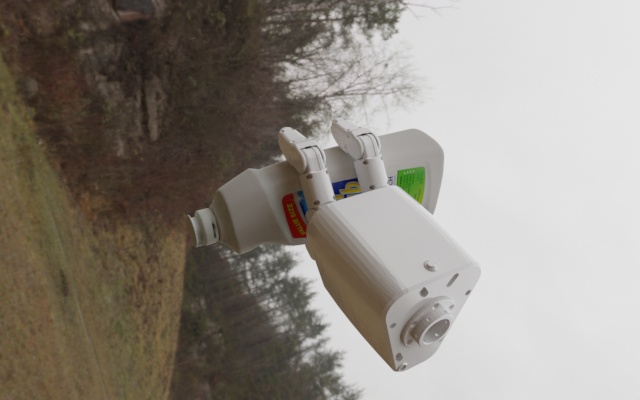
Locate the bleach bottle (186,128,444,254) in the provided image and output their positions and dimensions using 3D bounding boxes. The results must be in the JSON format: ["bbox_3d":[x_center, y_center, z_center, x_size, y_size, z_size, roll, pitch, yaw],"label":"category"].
[{"bbox_3d":[0.000,0.001,0.460,0.251,0.103,0.068,-16,40,-25],"label":"bleach bottle"}]
